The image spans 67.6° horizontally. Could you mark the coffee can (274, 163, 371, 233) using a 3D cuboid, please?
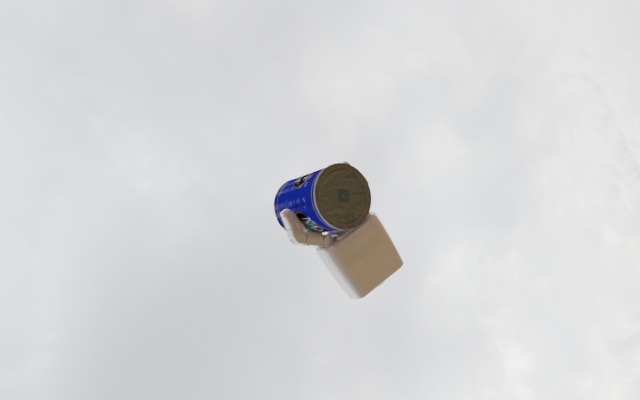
[{"bbox_3d":[0.000,0.002,0.778,0.103,0.103,0.140,0,-8,-32],"label":"coffee can"}]
